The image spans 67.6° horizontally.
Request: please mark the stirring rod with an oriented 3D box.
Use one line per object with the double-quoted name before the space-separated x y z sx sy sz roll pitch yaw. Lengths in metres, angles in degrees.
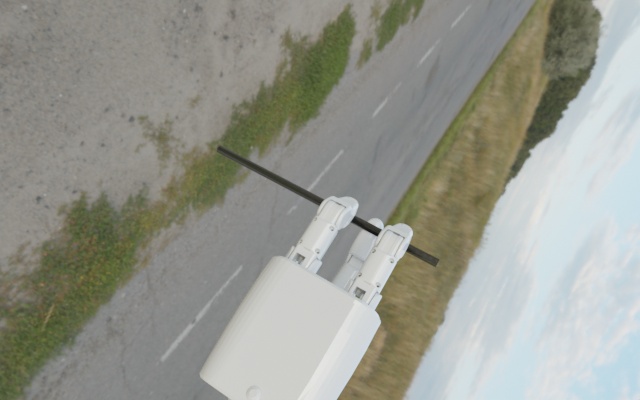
"stirring rod" 0.000 0.002 0.451 0.239 0.011 0.011 28 8 16
